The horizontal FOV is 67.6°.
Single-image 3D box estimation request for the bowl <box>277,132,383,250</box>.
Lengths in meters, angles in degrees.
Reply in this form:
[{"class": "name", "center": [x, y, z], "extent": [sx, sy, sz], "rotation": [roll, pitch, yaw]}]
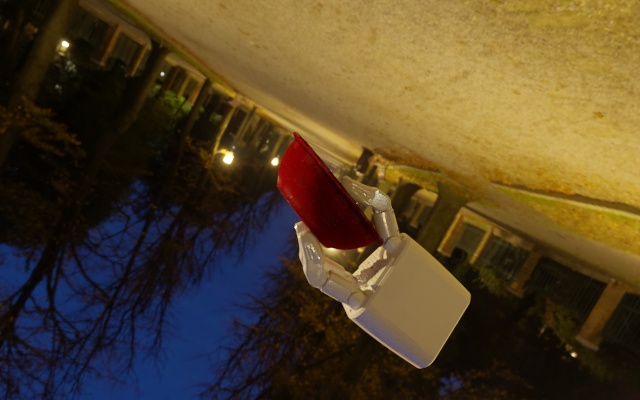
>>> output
[{"class": "bowl", "center": [-0.001, 0.001, 0.540], "extent": [0.055, 0.162, 0.162], "rotation": [-38, 0, 0]}]
